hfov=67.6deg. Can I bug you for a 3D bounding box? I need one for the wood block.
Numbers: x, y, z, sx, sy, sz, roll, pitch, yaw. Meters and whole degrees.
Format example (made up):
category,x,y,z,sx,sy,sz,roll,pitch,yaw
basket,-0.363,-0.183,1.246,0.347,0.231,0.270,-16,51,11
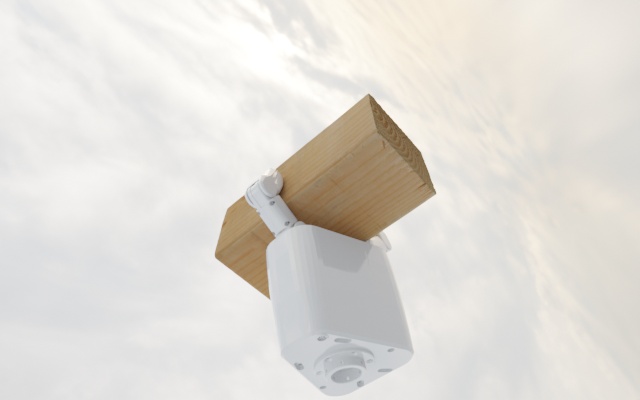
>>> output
category,x,y,z,sx,sy,sz,roll,pitch,yaw
wood block,0.000,0.002,0.485,0.206,0.091,0.090,-37,26,22
